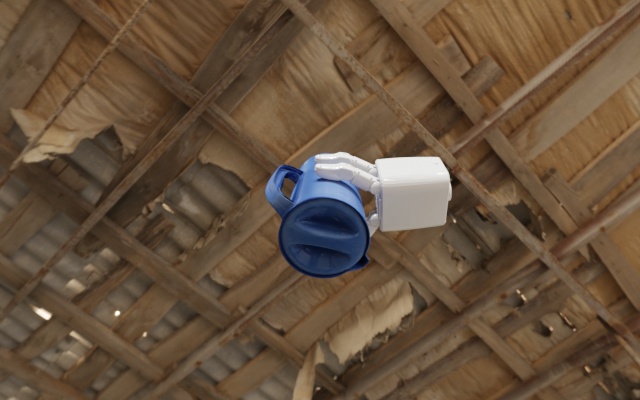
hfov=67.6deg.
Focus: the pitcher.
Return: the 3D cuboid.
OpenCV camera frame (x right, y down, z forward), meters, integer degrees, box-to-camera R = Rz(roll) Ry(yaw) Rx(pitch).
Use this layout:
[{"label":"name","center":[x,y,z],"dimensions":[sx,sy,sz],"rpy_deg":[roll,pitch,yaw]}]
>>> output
[{"label":"pitcher","center":[0.000,0.003,0.786],"dimensions":[0.145,0.149,0.242],"rpy_deg":[-6,24,4]}]
